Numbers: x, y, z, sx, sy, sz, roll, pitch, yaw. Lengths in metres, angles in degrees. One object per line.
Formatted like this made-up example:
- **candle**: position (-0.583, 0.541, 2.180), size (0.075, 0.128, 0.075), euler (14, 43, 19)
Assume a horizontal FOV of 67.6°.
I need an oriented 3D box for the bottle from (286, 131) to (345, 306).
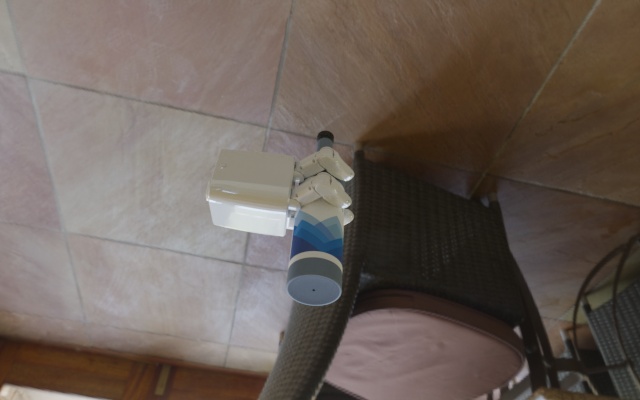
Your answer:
- **bottle**: position (0.000, 0.002, 0.667), size (0.069, 0.295, 0.069), euler (2, -44, 2)
